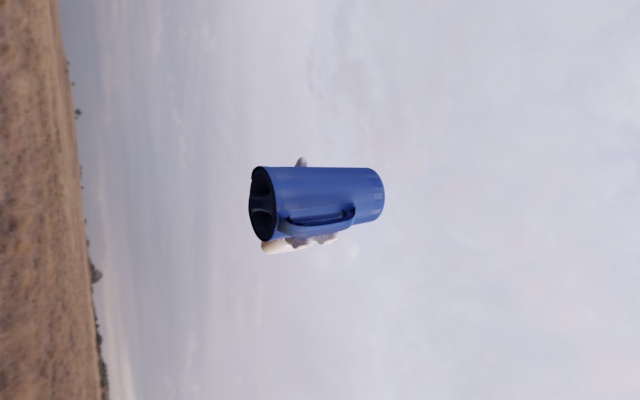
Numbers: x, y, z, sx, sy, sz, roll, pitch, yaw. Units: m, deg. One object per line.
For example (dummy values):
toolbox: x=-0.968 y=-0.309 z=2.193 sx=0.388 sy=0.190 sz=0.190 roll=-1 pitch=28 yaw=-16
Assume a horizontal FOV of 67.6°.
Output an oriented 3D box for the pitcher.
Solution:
pitcher: x=0.000 y=0.003 z=0.878 sx=0.243 sy=0.149 sz=0.145 roll=-5 pitch=-17 yaw=-28
